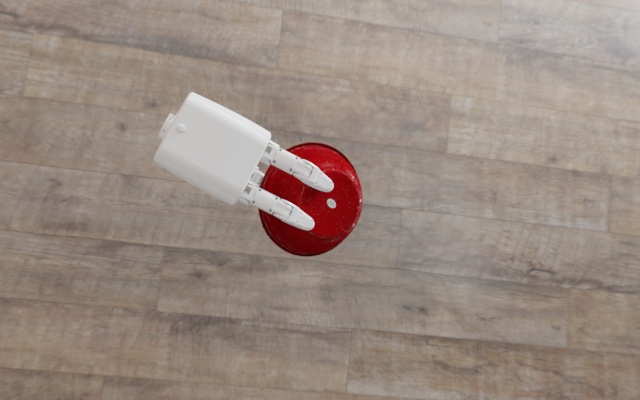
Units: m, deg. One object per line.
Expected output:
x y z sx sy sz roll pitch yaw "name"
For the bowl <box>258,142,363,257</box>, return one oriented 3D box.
0.001 0.002 0.647 0.162 0.162 0.055 0 6 -28 "bowl"
